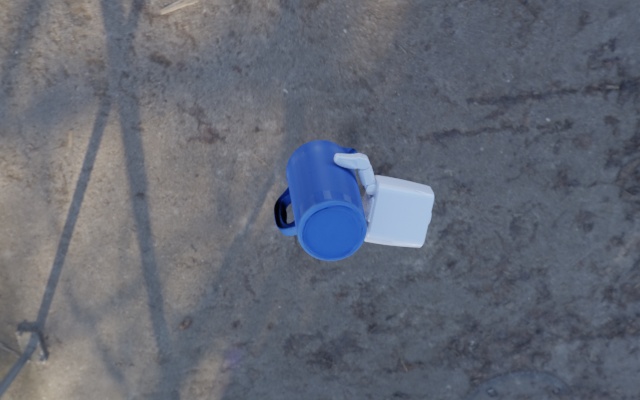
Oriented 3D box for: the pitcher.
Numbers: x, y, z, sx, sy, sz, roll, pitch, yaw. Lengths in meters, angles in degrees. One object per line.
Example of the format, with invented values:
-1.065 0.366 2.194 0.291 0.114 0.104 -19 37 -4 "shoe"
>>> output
0.000 0.003 0.826 0.145 0.149 0.242 8 25 -9 "pitcher"
